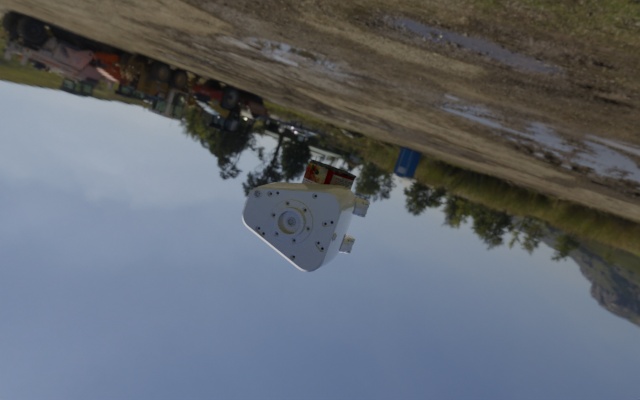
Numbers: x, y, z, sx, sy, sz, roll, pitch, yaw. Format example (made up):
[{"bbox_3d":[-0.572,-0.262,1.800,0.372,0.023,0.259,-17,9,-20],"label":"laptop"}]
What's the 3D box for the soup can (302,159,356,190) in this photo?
[{"bbox_3d":[0.000,0.002,0.655,0.068,0.102,0.068,20,6,-2],"label":"soup can"}]
